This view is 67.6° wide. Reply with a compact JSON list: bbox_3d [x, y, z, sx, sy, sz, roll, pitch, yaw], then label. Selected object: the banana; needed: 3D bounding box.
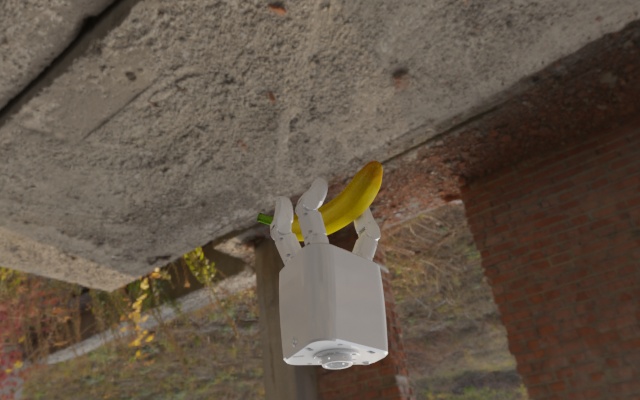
[{"bbox_3d":[0.009,0.012,0.612,0.198,0.037,0.070,-25,-44,31],"label":"banana"}]
